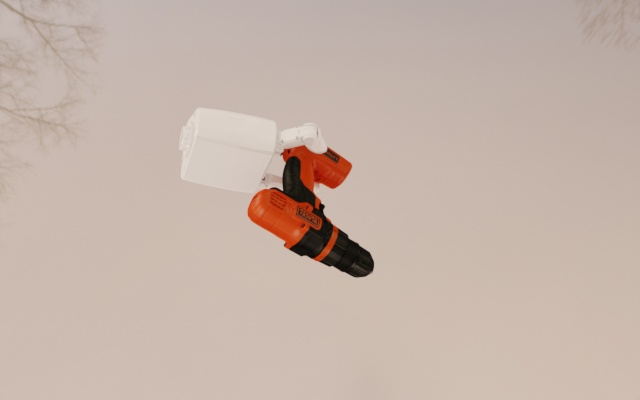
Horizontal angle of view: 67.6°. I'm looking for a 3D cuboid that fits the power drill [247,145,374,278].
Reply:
[{"bbox_3d":[0.000,0.002,0.655,0.184,0.187,0.057,33,-55,-19],"label":"power drill"}]
